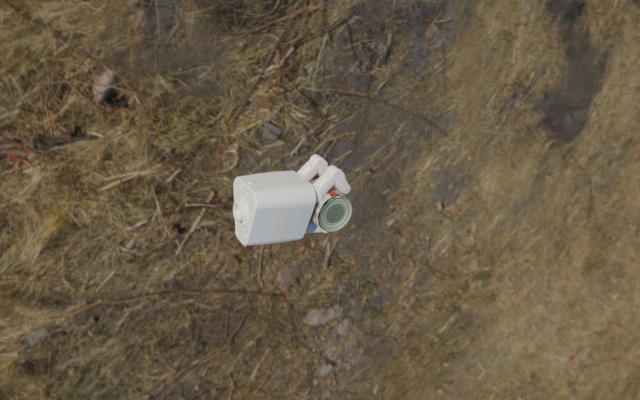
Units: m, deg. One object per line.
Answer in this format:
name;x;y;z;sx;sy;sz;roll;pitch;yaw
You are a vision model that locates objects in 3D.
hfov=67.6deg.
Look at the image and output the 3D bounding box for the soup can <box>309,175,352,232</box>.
soup can;0.001;0.003;0.825;0.068;0.068;0.102;0;24;-34
